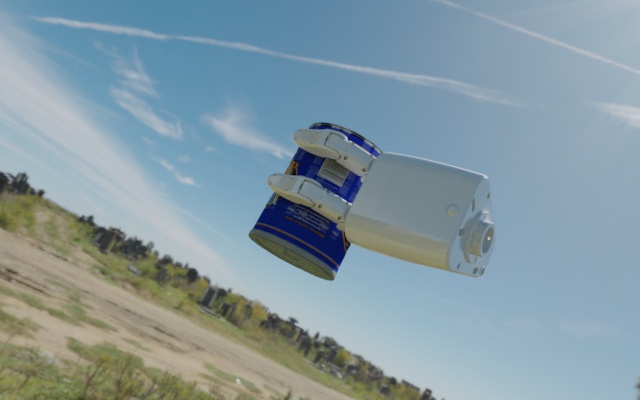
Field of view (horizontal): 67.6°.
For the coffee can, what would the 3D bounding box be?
[{"bbox_3d":[0.000,0.002,0.522,0.103,0.140,0.103,26,-15,7],"label":"coffee can"}]
